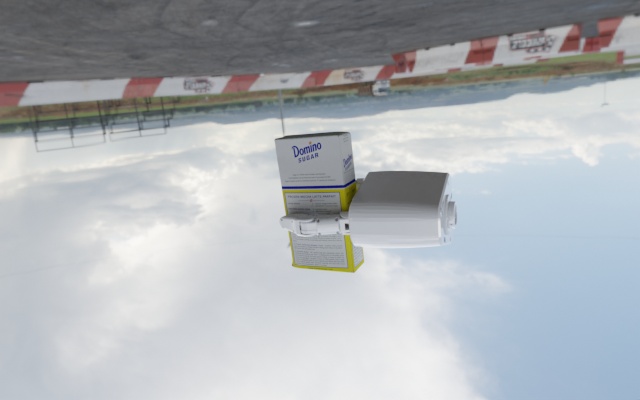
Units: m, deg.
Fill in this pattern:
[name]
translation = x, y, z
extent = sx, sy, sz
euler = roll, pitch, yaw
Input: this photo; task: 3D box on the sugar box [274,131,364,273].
[sugar box]
translation = 0.000, 0.002, 0.616
extent = 0.093, 0.176, 0.048
euler = 1, 13, 26
